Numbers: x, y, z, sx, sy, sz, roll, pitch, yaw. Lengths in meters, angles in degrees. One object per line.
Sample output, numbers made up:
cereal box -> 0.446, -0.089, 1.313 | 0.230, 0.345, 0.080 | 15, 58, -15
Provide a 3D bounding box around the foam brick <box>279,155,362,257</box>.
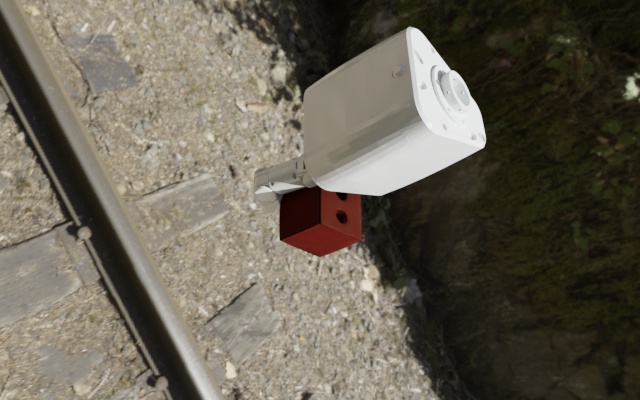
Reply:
foam brick -> 0.000, 0.002, 0.421 | 0.051, 0.078, 0.053 | -23, -35, 38
